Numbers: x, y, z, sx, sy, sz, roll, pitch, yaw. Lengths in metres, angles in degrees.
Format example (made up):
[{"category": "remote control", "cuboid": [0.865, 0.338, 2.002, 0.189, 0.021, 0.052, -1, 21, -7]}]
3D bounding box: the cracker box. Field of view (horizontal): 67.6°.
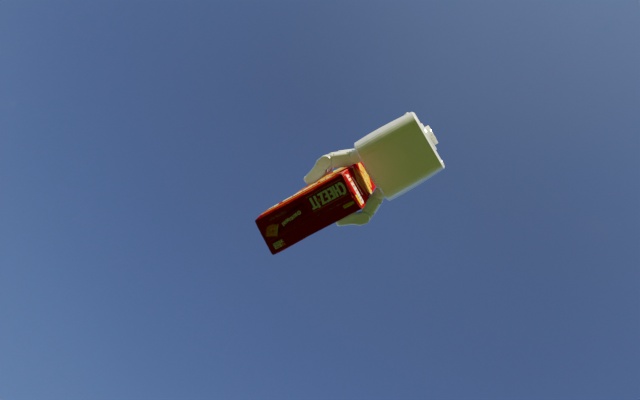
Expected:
[{"category": "cracker box", "cuboid": [0.000, 0.003, 0.821, 0.164, 0.072, 0.213, -29, 2, 15]}]
